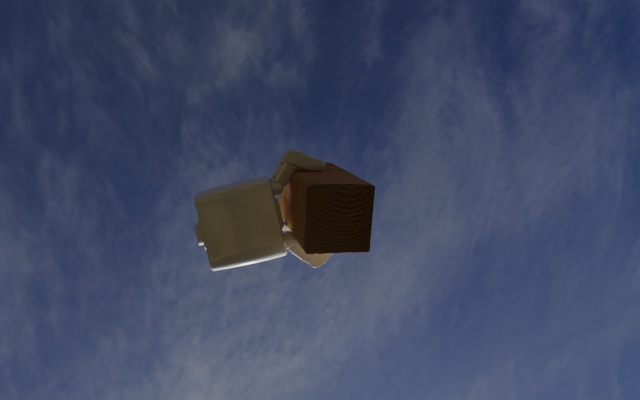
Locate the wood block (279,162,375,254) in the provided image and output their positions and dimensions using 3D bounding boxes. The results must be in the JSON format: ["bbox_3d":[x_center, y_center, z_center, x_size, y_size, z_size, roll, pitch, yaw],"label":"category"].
[{"bbox_3d":[0.000,0.002,0.692,0.090,0.091,0.206,0,13,-14],"label":"wood block"}]
